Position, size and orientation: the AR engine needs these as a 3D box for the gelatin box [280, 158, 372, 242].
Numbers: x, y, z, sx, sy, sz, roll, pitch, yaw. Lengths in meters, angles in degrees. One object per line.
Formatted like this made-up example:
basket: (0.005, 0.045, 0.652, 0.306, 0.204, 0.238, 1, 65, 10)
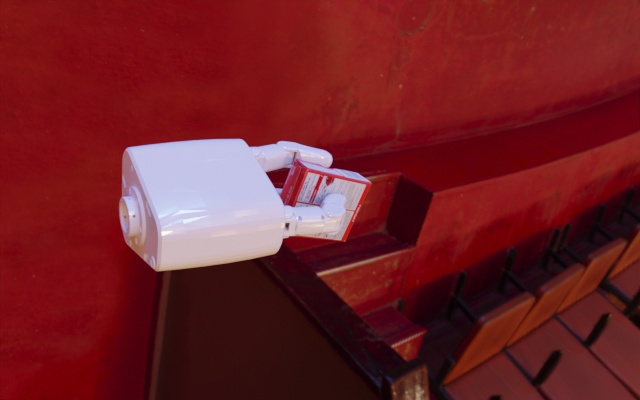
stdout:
gelatin box: (0.001, 0.002, 0.494, 0.089, 0.073, 0.030, 10, 21, -37)
